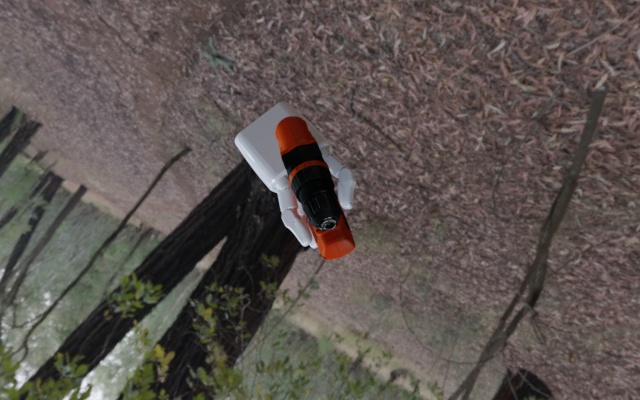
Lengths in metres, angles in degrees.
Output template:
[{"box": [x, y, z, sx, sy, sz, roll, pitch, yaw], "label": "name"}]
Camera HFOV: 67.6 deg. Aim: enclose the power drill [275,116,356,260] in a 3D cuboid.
[{"box": [0.000, 0.002, 0.646, 0.057, 0.184, 0.188, -19, -39, 0], "label": "power drill"}]
